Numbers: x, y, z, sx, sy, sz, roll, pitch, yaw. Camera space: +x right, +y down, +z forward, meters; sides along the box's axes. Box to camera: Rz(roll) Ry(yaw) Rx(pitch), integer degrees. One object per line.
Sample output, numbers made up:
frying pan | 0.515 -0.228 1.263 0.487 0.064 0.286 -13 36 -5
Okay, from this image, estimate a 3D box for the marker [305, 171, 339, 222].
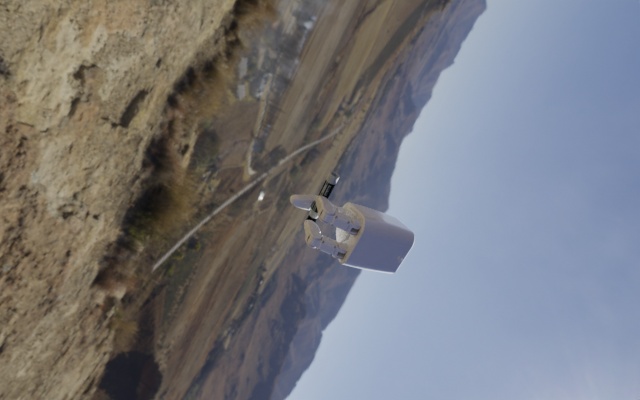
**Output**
marker | 0.000 0.003 0.843 0.020 0.121 0.020 20 29 -12
